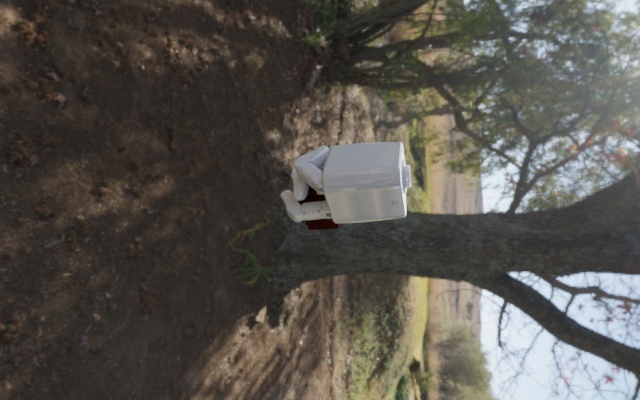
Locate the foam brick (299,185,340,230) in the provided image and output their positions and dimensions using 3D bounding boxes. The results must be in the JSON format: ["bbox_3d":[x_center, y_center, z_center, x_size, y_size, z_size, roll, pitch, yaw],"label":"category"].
[{"bbox_3d":[0.000,0.003,0.748,0.051,0.053,0.078,-4,-42,14],"label":"foam brick"}]
